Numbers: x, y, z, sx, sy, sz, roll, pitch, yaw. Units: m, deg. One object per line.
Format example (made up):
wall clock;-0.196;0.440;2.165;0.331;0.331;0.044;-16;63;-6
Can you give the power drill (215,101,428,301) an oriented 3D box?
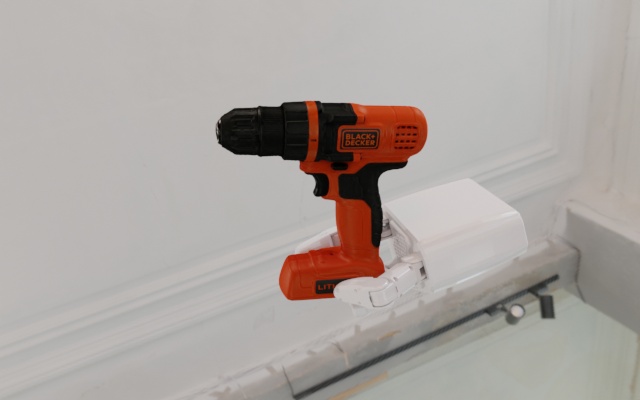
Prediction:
power drill;0.000;0.002;0.442;0.184;0.188;0.057;-1;26;-10
